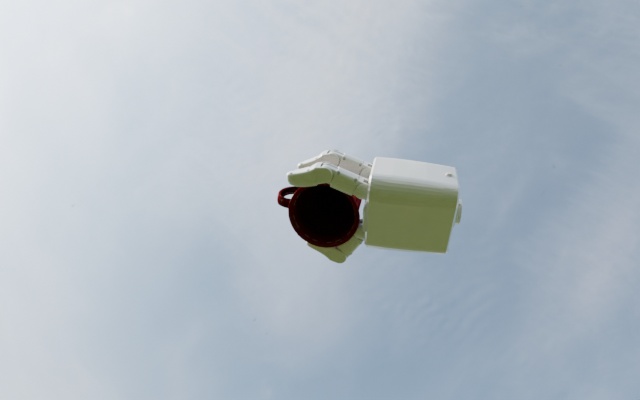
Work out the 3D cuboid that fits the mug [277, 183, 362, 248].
[{"bbox_3d":[-0.001,0.002,0.644,0.117,0.093,0.081,8,24,9],"label":"mug"}]
